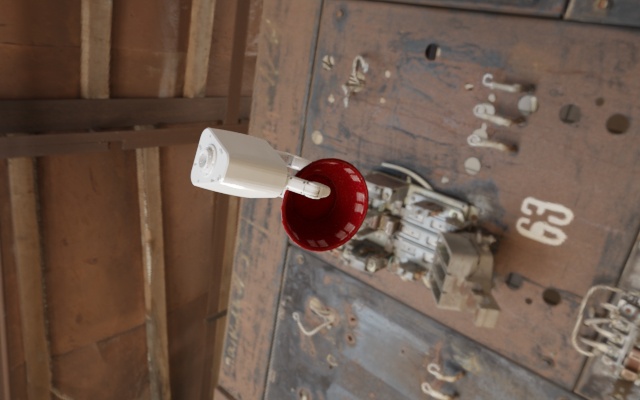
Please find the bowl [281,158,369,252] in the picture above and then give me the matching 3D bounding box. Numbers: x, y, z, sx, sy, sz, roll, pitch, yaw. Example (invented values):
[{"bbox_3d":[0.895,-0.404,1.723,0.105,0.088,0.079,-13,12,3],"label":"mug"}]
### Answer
[{"bbox_3d":[0.001,0.003,0.816,0.162,0.162,0.055,0,15,-25],"label":"bowl"}]
